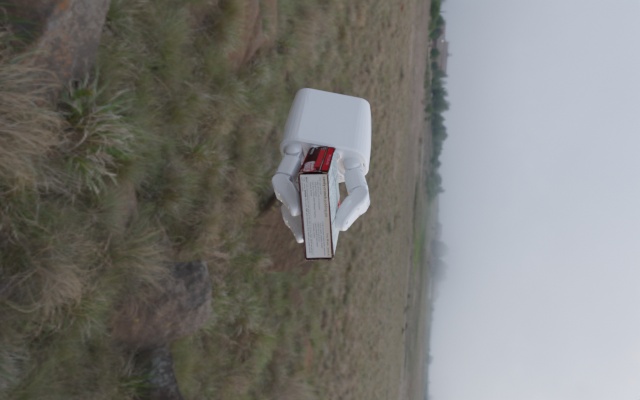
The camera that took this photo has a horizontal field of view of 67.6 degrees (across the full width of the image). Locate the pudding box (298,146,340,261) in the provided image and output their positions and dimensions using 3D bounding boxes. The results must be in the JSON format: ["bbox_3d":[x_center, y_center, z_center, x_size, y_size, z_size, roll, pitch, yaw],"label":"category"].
[{"bbox_3d":[0.000,0.002,0.570,0.039,0.113,0.090,-2,24,10],"label":"pudding box"}]
